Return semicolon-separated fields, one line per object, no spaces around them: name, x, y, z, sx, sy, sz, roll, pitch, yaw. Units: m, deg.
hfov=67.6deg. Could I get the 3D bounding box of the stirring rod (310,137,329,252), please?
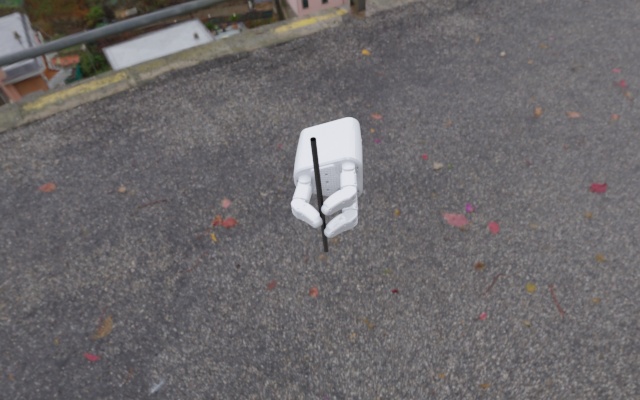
stirring rod;0.000;0.002;0.687;0.011;0.011;0.240;0;-41;6
